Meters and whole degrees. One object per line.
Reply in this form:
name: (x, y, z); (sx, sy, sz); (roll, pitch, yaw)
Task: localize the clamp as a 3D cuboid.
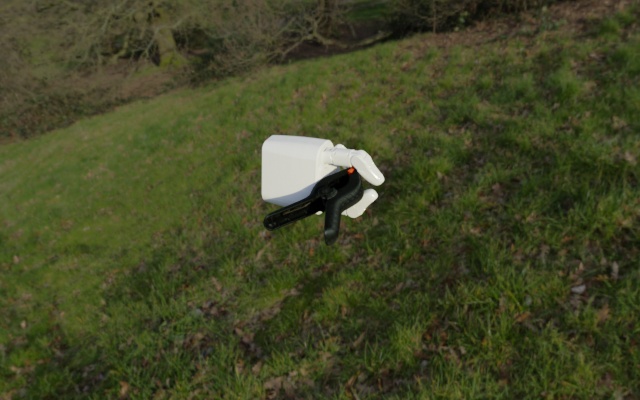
clamp: (0.000, 0.002, 0.689); (0.120, 0.039, 0.171); (10, 36, 25)
